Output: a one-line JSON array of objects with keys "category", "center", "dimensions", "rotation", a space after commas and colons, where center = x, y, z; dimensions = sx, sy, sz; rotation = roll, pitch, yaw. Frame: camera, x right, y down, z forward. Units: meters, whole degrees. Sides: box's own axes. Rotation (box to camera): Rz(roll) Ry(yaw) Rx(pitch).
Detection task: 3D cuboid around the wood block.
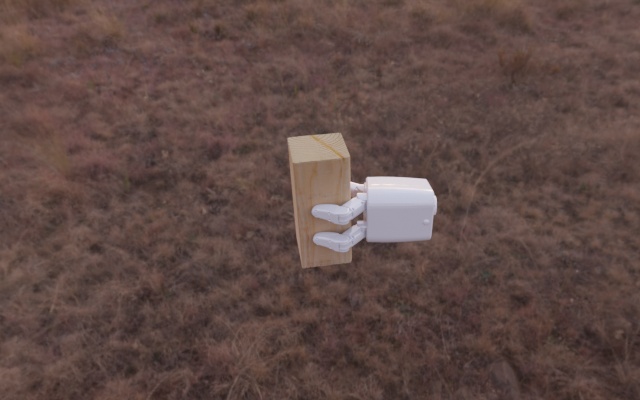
[{"category": "wood block", "center": [0.000, 0.002, 0.799], "dimensions": [0.090, 0.206, 0.090], "rotation": [-6, 33, -5]}]
